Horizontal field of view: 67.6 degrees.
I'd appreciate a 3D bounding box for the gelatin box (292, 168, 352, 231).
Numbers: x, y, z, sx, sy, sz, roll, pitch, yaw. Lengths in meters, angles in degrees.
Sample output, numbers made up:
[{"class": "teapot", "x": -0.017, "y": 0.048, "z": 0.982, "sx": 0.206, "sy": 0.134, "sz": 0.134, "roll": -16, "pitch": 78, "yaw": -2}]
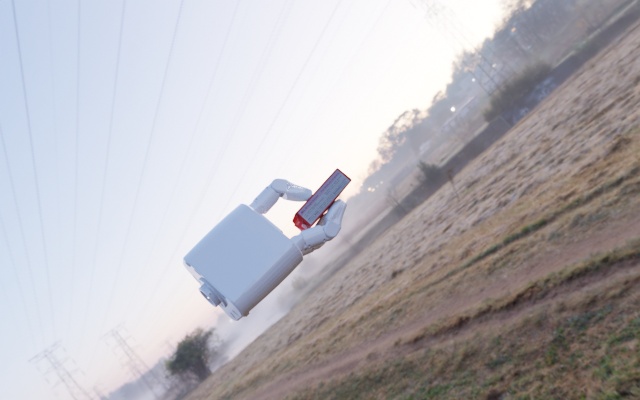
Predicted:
[{"class": "gelatin box", "x": 0.000, "y": 0.002, "z": 0.664, "sx": 0.030, "sy": 0.089, "sz": 0.073, "roll": 41, "pitch": -12, "yaw": 1}]
